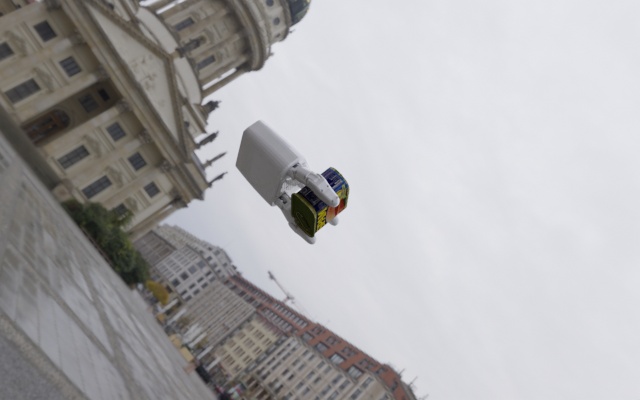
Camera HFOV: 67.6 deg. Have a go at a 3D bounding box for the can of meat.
[{"bbox_3d":[0.000,0.002,0.798,0.084,0.057,0.102,-39,-21,-22],"label":"can of meat"}]
